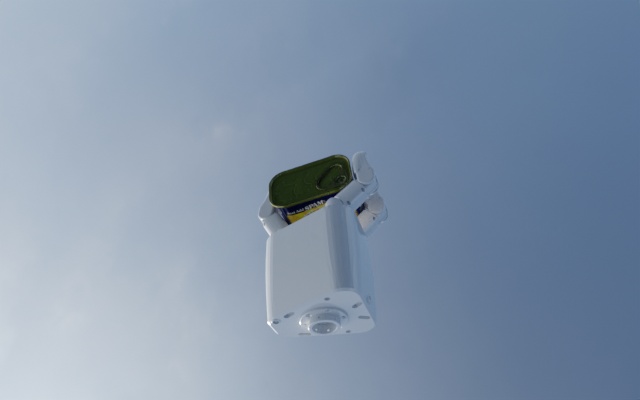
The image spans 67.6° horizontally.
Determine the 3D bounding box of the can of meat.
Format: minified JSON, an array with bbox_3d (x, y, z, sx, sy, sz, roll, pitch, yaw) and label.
[{"bbox_3d":[0.000,0.002,0.584,0.102,0.057,0.084,-18,-44,10],"label":"can of meat"}]
